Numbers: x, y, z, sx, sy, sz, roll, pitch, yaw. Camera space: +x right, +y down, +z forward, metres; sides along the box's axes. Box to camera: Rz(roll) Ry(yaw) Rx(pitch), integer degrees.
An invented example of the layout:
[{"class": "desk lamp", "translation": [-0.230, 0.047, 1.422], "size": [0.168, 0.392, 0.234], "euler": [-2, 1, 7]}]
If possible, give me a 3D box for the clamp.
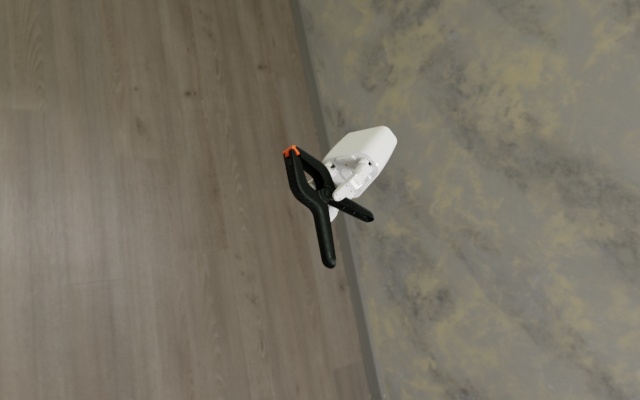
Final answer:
[{"class": "clamp", "translation": [0.000, 0.002, 0.820], "size": [0.036, 0.210, 0.164], "euler": [-27, 19, 42]}]
